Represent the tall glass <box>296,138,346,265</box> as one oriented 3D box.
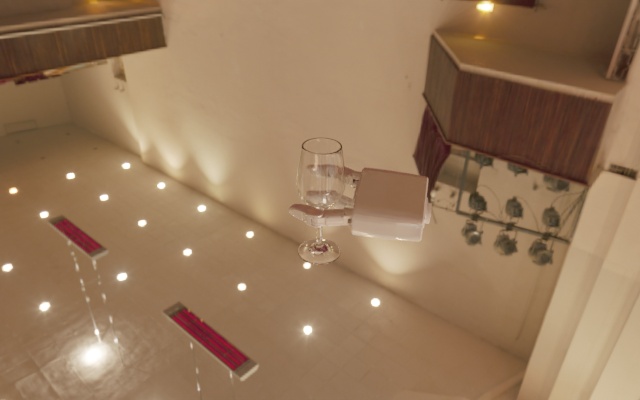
[{"bbox_3d":[0.000,0.003,0.774,0.079,0.201,0.079,1,31,0],"label":"tall glass"}]
